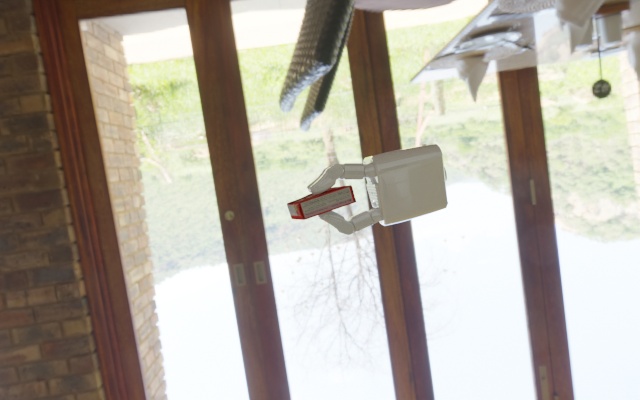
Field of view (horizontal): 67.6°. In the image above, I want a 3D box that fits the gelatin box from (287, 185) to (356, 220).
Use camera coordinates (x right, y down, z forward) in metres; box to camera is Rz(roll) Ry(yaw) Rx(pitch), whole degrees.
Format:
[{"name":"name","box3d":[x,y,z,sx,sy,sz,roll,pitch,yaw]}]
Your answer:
[{"name":"gelatin box","box3d":[0.000,0.003,0.734,0.089,0.030,0.073,-19,5,-17]}]
